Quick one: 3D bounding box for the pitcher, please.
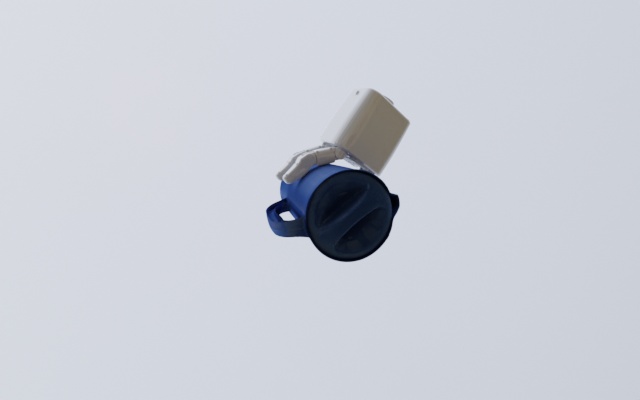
[{"bbox_3d":[0.000,0.002,0.767,0.149,0.145,0.242,32,0,-20],"label":"pitcher"}]
